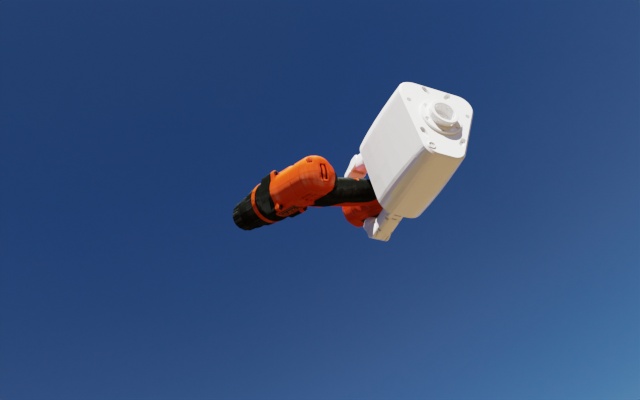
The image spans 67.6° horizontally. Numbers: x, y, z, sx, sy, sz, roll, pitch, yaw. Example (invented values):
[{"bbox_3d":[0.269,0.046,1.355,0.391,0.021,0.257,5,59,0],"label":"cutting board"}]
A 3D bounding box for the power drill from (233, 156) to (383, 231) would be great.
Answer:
[{"bbox_3d":[0.001,0.002,0.620,0.187,0.057,0.184,2,-18,-39],"label":"power drill"}]
